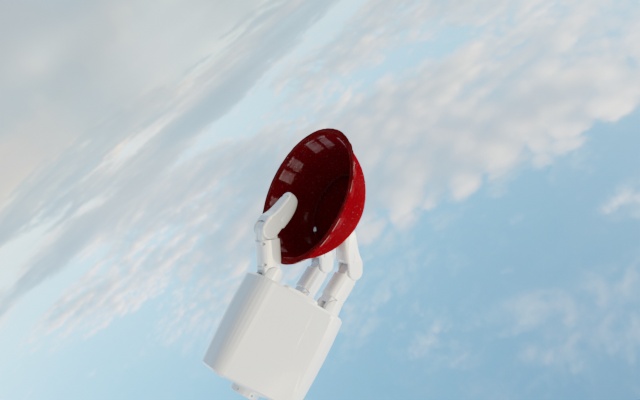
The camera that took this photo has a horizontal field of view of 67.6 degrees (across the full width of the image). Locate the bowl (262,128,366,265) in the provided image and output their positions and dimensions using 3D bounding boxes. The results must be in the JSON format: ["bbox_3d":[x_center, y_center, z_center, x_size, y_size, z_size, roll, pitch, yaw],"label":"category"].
[{"bbox_3d":[0.001,0.001,0.544,0.055,0.162,0.162,24,-14,-34],"label":"bowl"}]
